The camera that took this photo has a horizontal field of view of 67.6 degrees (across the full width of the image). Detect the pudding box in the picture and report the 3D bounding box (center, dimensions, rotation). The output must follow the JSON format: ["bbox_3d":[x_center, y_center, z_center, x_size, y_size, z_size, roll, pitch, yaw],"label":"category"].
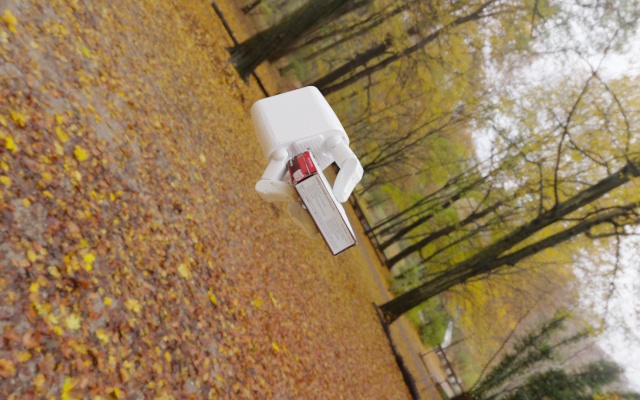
[{"bbox_3d":[0.000,0.002,0.603,0.039,0.113,0.090,-29,23,5],"label":"pudding box"}]
